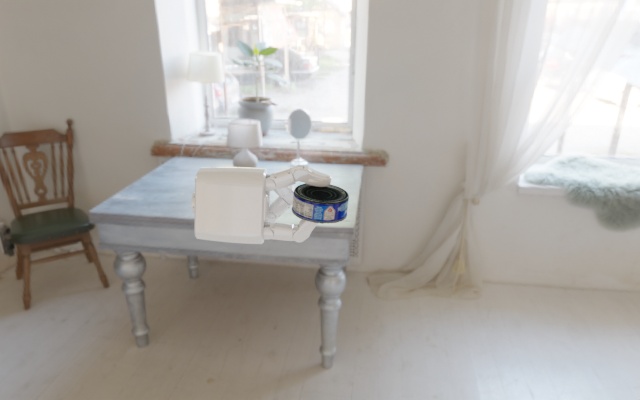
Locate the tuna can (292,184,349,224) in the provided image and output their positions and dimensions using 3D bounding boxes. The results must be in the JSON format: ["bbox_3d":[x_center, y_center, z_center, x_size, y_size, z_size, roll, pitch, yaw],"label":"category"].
[{"bbox_3d":[0.000,0.002,0.726,0.086,0.034,0.086,6,22,-2],"label":"tuna can"}]
